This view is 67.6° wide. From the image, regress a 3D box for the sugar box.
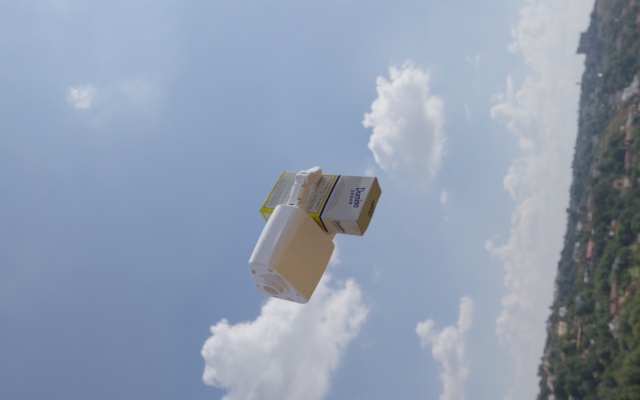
[{"bbox_3d":[0.000,0.003,0.765,0.176,0.093,0.048,7,-38,28],"label":"sugar box"}]
